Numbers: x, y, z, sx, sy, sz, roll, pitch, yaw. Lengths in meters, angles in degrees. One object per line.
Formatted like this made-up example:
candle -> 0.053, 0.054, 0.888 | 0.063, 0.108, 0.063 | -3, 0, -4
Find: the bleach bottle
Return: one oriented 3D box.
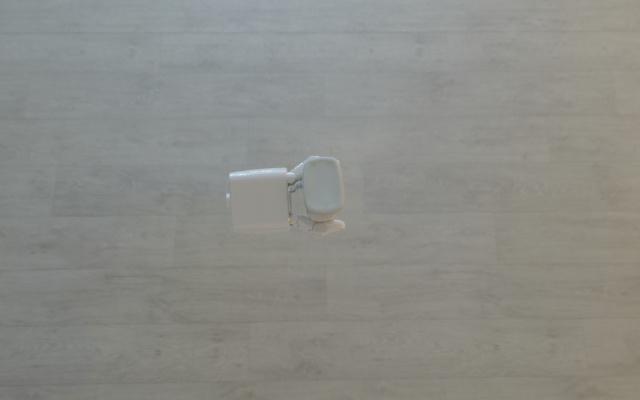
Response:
bleach bottle -> 0.000, 0.003, 0.898 | 0.068, 0.102, 0.251 | -4, -14, -3
